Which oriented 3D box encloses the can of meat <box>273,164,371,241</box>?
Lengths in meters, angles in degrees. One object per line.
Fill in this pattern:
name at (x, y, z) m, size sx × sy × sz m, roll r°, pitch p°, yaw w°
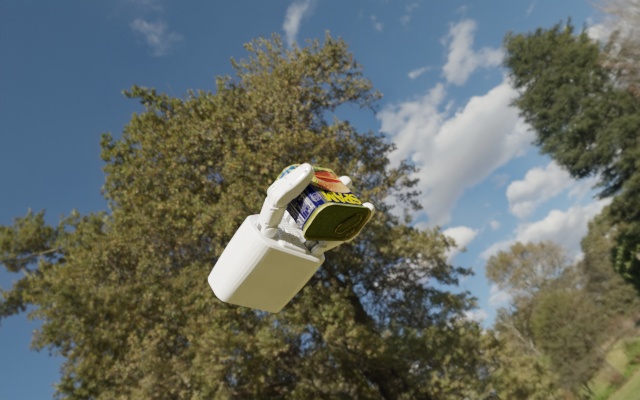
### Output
can of meat at (0.000, 0.002, 0.598) m, size 0.102 × 0.057 × 0.084 m, roll 6°, pitch 36°, yaw -48°
